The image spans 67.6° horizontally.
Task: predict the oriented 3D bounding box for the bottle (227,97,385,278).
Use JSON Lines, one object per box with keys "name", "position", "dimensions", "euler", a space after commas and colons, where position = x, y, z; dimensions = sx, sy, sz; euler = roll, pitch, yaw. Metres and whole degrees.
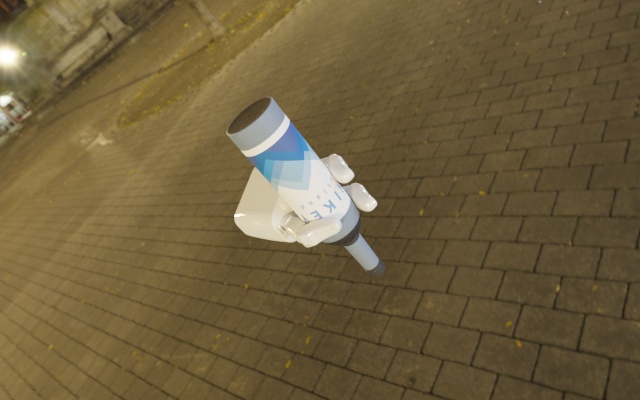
{"name": "bottle", "position": [0.000, 0.002, 0.616], "dimensions": [0.069, 0.069, 0.296], "euler": [0, -42, 49]}
